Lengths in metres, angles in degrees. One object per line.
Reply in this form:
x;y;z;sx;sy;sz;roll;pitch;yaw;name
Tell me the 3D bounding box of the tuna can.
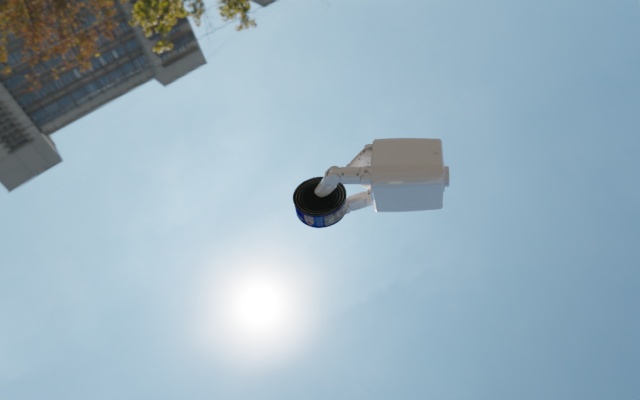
0.000;0.003;0.763;0.086;0.086;0.034;0;-43;9;tuna can
